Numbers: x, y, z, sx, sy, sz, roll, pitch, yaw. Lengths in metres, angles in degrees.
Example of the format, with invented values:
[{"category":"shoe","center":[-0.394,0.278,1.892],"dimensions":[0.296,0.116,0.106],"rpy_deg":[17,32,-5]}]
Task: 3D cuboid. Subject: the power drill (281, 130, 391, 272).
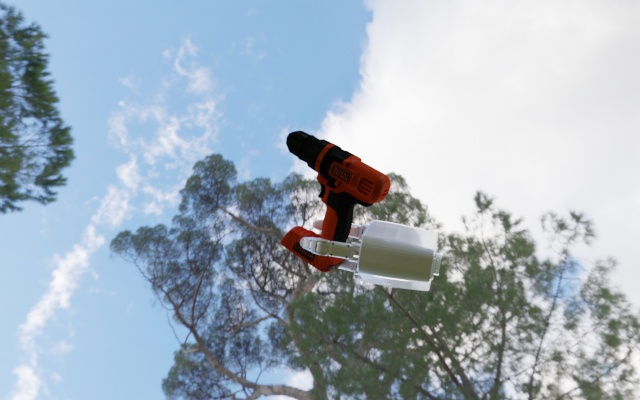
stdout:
[{"category":"power drill","center":[0.000,0.003,0.746],"dimensions":[0.184,0.188,0.057],"rpy_deg":[32,28,25]}]
